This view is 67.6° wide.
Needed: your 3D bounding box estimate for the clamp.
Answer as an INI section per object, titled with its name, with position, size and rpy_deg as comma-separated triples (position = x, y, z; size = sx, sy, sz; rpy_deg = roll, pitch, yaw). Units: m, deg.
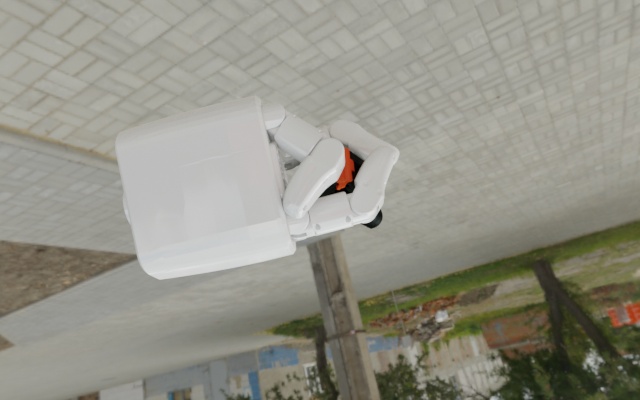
[clamp]
position = 0.000, 0.002, 0.434
size = 0.120, 0.039, 0.171
rpy_deg = -13, -20, 0
